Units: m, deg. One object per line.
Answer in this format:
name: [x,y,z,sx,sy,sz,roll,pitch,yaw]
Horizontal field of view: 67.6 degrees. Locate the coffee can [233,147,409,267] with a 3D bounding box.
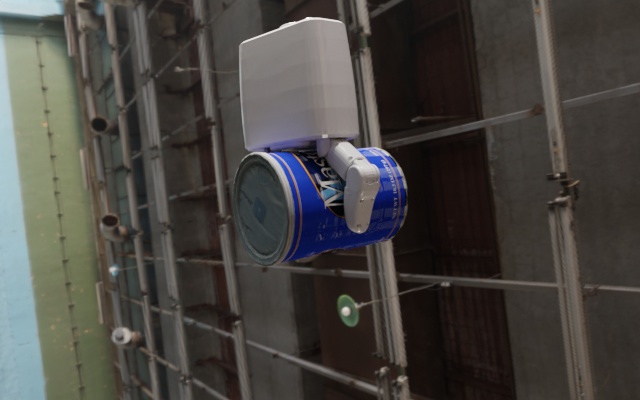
coffee can: [0.000,0.002,0.467,0.140,0.103,0.103,-7,4,-36]
